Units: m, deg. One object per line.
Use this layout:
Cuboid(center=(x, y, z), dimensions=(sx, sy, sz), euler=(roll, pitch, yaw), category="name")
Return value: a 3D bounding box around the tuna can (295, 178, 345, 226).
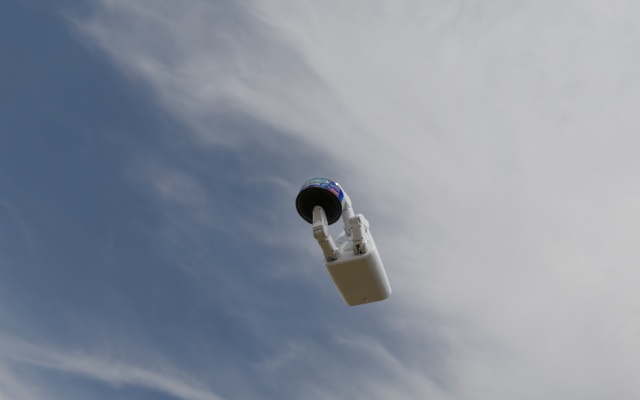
Cuboid(center=(0.000, 0.002, 0.858), dimensions=(0.086, 0.086, 0.033), euler=(0, 34, 15), category="tuna can")
